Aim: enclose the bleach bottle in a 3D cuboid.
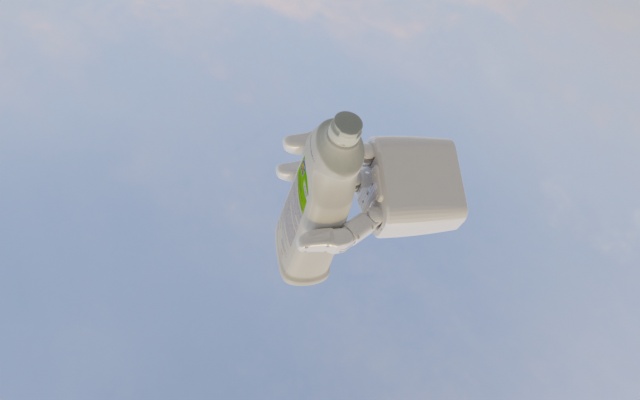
[{"bbox_3d":[0.000,0.002,0.539,0.068,0.102,0.251,-3,-31,-17],"label":"bleach bottle"}]
